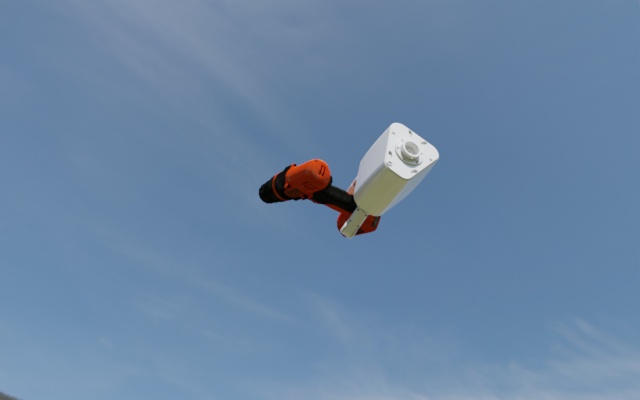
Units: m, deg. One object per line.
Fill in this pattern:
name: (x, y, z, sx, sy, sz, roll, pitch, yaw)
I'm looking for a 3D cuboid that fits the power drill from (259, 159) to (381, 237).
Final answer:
power drill: (0.001, 0.003, 0.848, 0.188, 0.057, 0.184, 28, -25, -28)
